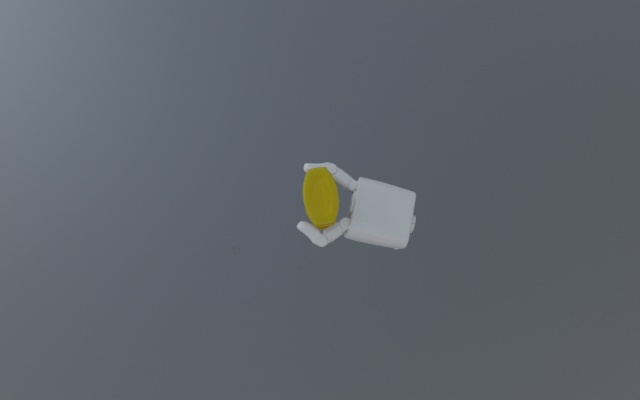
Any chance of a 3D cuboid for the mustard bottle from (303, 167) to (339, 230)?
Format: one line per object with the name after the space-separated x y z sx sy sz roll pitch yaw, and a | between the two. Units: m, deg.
0.000 0.003 0.854 0.058 0.096 0.191 -10 -6 -2 | mustard bottle
